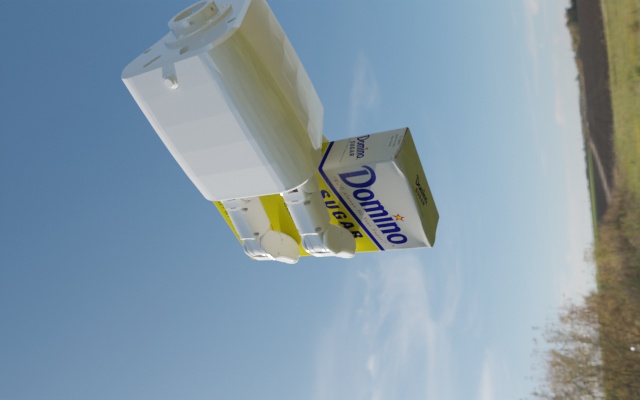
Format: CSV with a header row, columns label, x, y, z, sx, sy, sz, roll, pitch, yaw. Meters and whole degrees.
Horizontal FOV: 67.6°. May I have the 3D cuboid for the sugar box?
label,x,y,z,sx,sy,sz,roll,pitch,yaw
sugar box,0.000,0.002,0.400,0.176,0.093,0.048,-6,39,30
